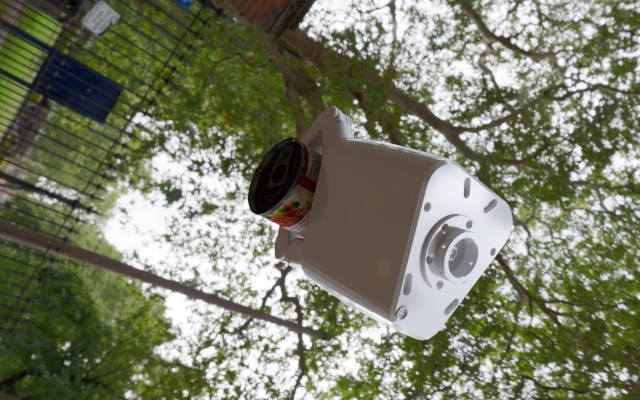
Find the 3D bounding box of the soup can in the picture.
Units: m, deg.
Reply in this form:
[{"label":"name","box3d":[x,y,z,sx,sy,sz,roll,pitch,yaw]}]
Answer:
[{"label":"soup can","box3d":[0.000,0.001,0.402,0.102,0.068,0.068,30,-18,-33]}]
